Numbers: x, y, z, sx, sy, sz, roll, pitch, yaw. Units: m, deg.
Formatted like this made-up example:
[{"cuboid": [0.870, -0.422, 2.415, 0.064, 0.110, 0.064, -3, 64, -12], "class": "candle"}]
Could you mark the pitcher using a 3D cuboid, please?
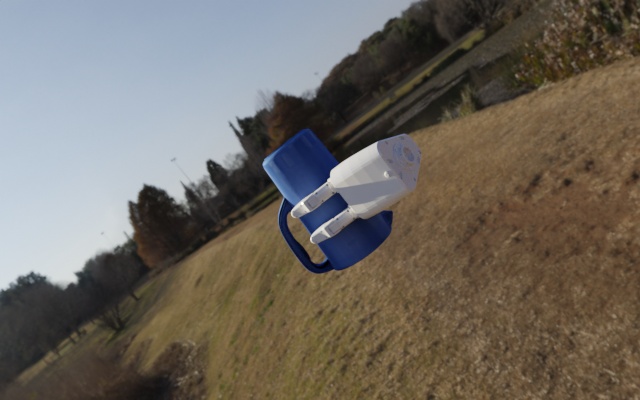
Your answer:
[{"cuboid": [0.000, 0.003, 0.859, 0.145, 0.243, 0.149, -31, 9, 43], "class": "pitcher"}]
